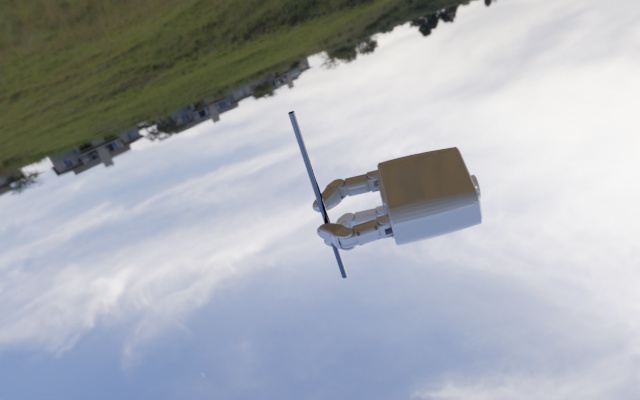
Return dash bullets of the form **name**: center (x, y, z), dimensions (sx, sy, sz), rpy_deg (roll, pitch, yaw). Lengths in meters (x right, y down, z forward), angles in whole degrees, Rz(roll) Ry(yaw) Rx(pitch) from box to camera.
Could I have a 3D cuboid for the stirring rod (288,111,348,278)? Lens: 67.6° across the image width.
- **stirring rod**: center (0.000, 0.002, 0.594), dimensions (0.011, 0.240, 0.011), rpy_deg (-14, 28, 8)
